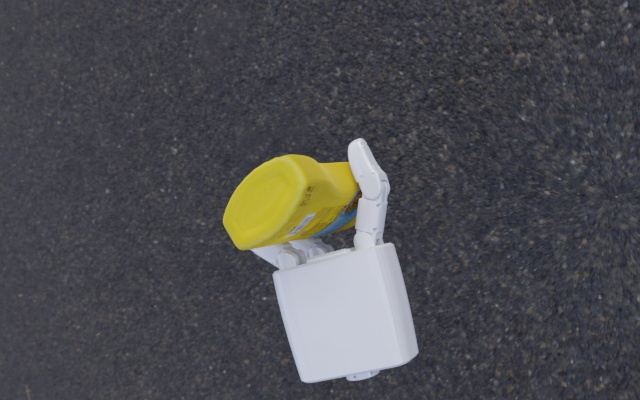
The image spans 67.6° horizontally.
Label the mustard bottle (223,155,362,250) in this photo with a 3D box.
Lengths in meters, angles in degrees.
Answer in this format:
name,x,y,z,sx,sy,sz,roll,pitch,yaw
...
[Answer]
name,x,y,z,sx,sy,sz,roll,pitch,yaw
mustard bottle,0.000,0.001,0.471,0.096,0.058,0.191,-45,-21,24
